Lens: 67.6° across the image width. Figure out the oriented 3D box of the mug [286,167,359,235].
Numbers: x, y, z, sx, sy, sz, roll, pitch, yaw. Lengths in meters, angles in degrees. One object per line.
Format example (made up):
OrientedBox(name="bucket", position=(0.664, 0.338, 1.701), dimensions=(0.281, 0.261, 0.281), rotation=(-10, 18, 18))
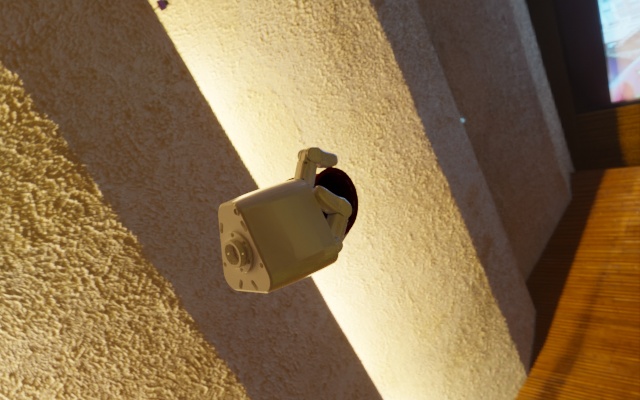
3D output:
OrientedBox(name="mug", position=(0.001, 0.002, 0.666), dimensions=(0.081, 0.093, 0.117), rotation=(-5, 9, 45))
